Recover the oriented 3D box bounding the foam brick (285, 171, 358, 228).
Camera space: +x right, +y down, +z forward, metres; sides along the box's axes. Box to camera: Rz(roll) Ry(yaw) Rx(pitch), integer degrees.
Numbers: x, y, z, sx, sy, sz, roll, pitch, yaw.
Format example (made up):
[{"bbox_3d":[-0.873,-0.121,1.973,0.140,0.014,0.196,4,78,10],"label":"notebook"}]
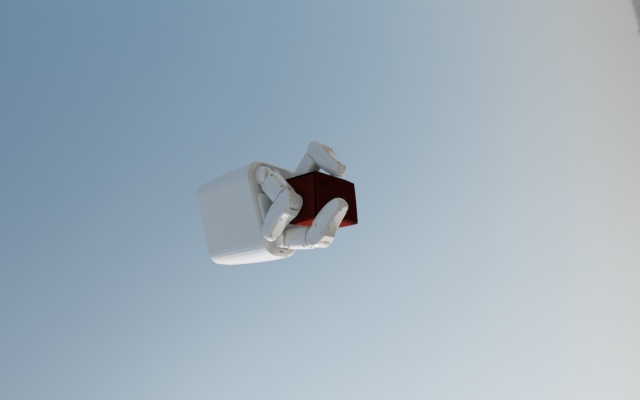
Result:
[{"bbox_3d":[0.000,0.002,0.562,0.051,0.053,0.078,-14,-19,37],"label":"foam brick"}]
